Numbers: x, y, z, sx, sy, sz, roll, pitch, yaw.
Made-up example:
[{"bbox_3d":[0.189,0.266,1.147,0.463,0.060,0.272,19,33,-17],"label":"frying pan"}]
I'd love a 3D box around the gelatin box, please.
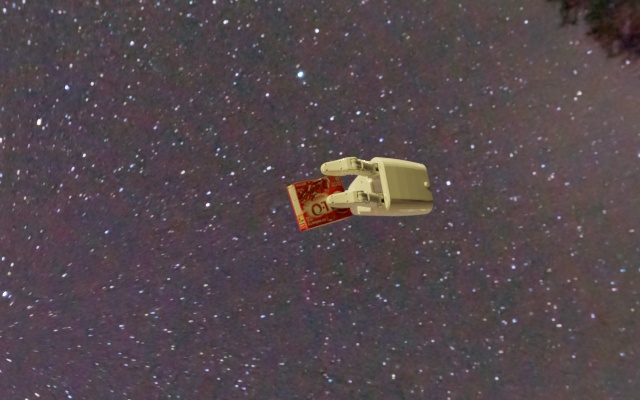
[{"bbox_3d":[0.000,0.003,0.752,0.089,0.073,0.030,-14,-6,-31],"label":"gelatin box"}]
